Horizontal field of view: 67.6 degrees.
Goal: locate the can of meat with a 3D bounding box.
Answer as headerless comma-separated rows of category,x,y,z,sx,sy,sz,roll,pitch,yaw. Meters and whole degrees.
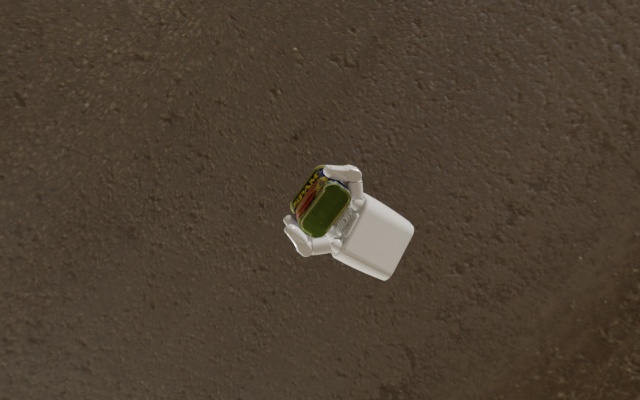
can of meat,0.000,0.003,0.787,0.057,0.102,0.084,32,13,-22
